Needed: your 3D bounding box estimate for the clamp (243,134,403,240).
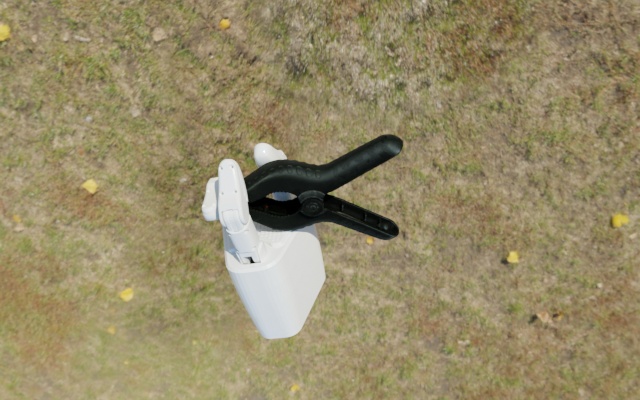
[{"bbox_3d":[0.000,0.002,0.461,0.171,0.120,0.039,-8,34,10],"label":"clamp"}]
